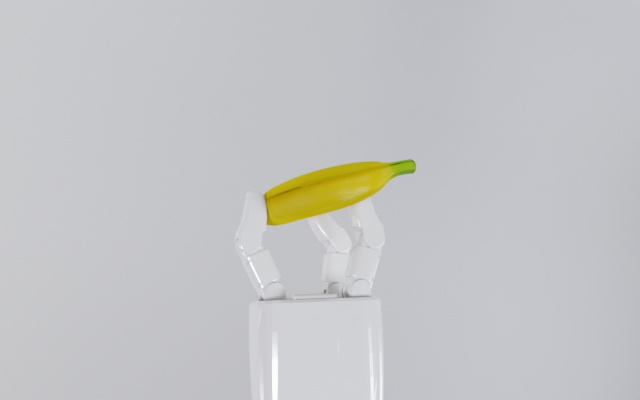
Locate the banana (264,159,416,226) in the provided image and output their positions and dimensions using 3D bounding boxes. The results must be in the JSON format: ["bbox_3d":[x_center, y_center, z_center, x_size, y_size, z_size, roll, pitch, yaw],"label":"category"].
[{"bbox_3d":[-0.011,-0.001,0.440,0.198,0.037,0.069,-16,-15,43],"label":"banana"}]
